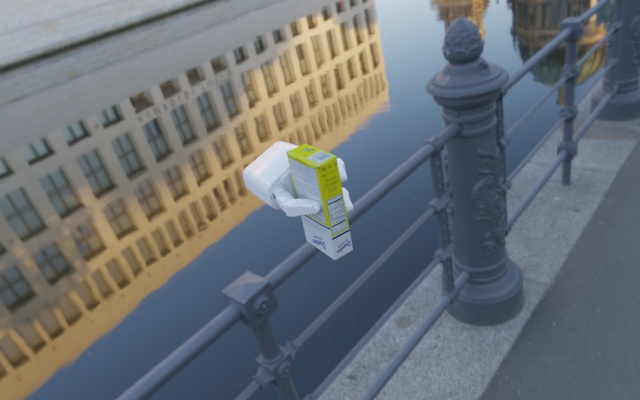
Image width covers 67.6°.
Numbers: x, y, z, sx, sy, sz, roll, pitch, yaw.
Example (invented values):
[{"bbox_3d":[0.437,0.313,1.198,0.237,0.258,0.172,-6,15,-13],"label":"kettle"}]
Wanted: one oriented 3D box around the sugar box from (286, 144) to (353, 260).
[{"bbox_3d":[0.000,0.002,0.788,0.048,0.176,0.093,-28,33,-24],"label":"sugar box"}]
